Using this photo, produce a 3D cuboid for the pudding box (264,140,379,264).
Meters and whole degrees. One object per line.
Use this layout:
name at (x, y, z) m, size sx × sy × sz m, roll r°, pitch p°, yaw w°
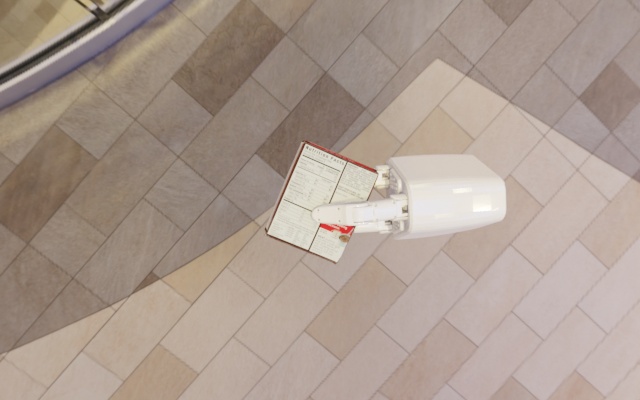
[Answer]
pudding box at (0.000, 0.002, 0.522) m, size 0.090 × 0.113 × 0.039 m, roll 23°, pitch 4°, yaw -7°
